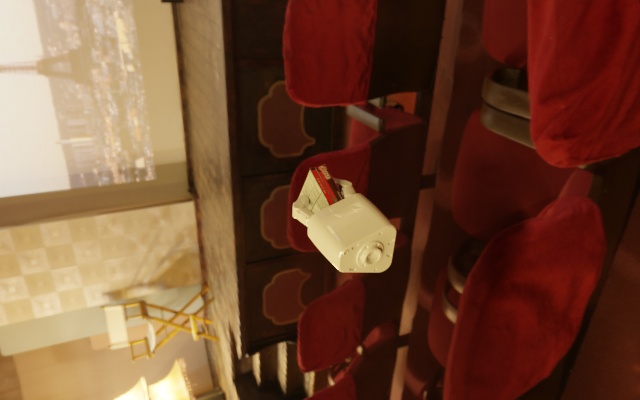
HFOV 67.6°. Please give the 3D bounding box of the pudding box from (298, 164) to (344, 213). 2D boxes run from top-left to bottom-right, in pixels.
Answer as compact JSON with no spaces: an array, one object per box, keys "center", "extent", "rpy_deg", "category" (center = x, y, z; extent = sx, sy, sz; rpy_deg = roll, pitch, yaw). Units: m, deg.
[{"center":[0.000,0.003,0.878],"extent":[0.039,0.090,0.114],"rpy_deg":[-13,-28,-27],"category":"pudding box"}]
